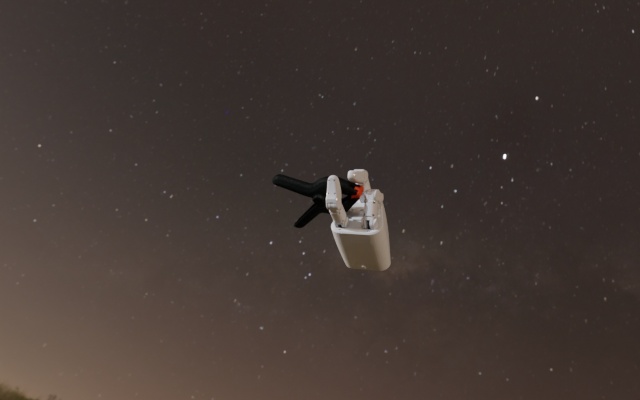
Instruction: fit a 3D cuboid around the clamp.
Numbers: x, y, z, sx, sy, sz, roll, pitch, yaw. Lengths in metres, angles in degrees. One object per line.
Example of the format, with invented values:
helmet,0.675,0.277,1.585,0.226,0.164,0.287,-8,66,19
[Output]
clamp,0.000,0.002,0.891,0.171,0.120,0.039,2,42,25
